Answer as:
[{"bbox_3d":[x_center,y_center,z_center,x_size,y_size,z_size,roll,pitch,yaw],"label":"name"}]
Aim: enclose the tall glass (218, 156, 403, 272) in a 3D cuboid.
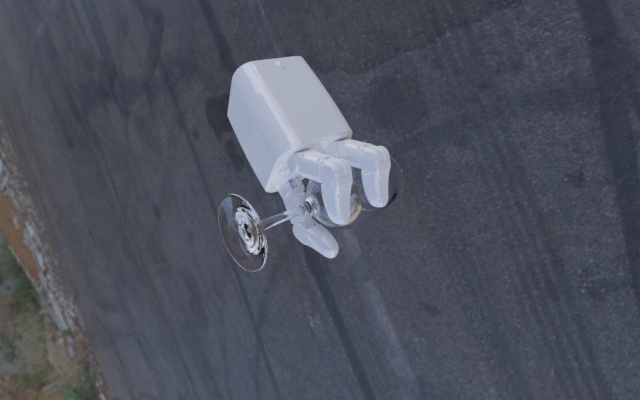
[{"bbox_3d":[0.000,0.002,0.493,0.201,0.079,0.079,-21,13,-39],"label":"tall glass"}]
